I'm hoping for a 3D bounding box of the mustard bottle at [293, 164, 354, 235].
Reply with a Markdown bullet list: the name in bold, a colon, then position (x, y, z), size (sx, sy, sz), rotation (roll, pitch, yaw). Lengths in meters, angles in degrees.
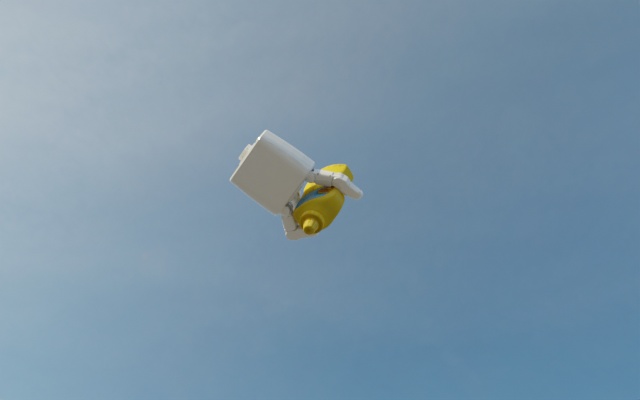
- **mustard bottle**: position (0.000, 0.003, 0.859), size (0.096, 0.058, 0.191), rotation (-23, 20, 24)
